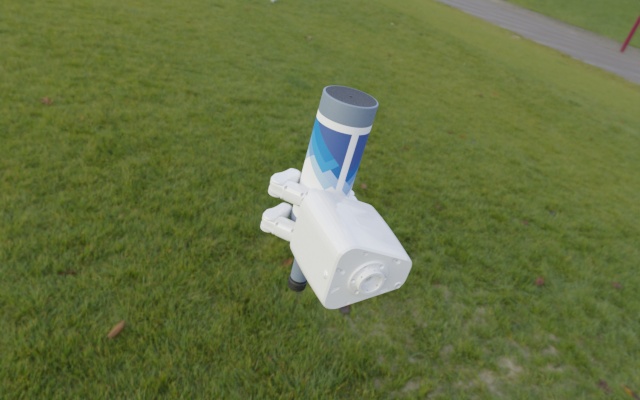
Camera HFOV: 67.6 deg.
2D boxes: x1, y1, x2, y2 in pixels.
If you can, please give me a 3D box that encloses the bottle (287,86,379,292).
[{"bbox_3d":[0.000,0.002,0.625,0.069,0.296,0.069,12,30,-7],"label":"bottle"}]
